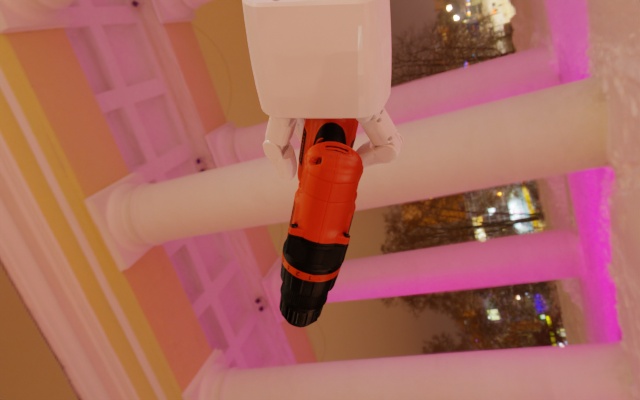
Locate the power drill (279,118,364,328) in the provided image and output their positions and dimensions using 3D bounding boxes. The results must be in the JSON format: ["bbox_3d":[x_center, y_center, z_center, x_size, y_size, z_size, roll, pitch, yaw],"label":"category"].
[{"bbox_3d":[0.000,0.001,0.458,0.057,0.184,0.187,11,33,-5],"label":"power drill"}]
